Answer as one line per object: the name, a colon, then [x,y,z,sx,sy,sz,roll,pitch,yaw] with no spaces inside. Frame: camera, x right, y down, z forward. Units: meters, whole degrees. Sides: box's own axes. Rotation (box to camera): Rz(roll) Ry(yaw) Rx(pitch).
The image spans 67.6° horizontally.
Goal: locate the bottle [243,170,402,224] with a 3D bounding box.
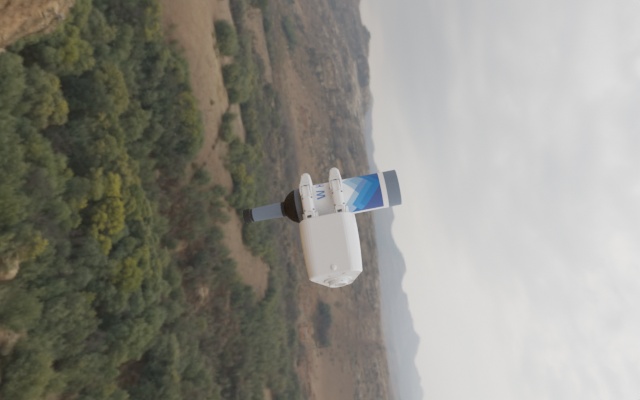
bottle: [0.000,0.003,0.897,0.296,0.069,0.069,-11,-1,5]
